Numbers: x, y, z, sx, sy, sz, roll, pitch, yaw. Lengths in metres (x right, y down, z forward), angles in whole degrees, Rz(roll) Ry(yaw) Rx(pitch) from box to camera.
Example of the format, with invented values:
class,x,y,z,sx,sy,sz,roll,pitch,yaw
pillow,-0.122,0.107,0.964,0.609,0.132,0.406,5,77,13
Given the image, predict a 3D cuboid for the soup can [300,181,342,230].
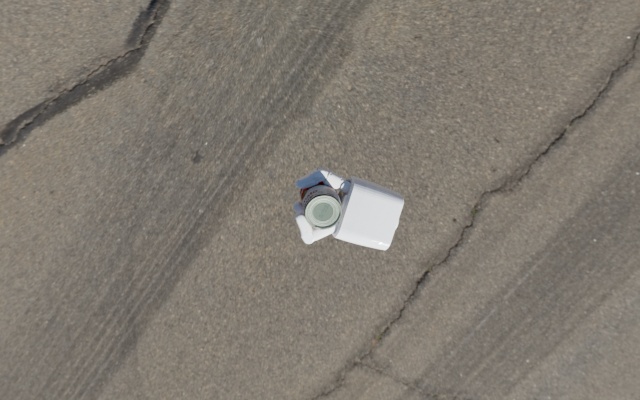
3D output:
class,x,y,z,sx,sy,sz,roll,pitch,yaw
soup can,0.000,0.003,0.865,0.068,0.068,0.102,0,22,-6
